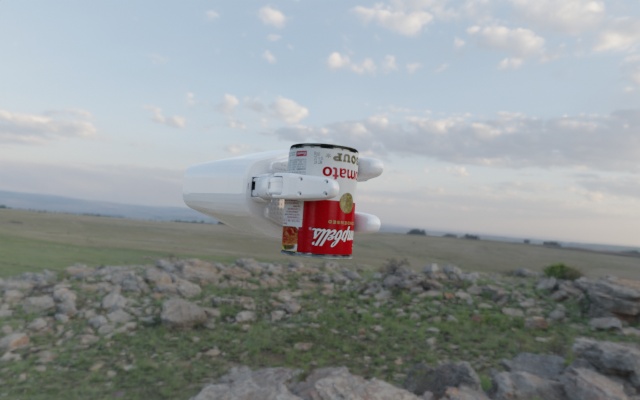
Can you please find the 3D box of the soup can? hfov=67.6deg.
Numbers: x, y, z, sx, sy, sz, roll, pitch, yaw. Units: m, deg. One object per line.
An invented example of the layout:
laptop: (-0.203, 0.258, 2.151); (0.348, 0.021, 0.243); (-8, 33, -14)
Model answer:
soup can: (0.000, 0.001, 0.452); (0.068, 0.102, 0.068); (4, -3, 0)
